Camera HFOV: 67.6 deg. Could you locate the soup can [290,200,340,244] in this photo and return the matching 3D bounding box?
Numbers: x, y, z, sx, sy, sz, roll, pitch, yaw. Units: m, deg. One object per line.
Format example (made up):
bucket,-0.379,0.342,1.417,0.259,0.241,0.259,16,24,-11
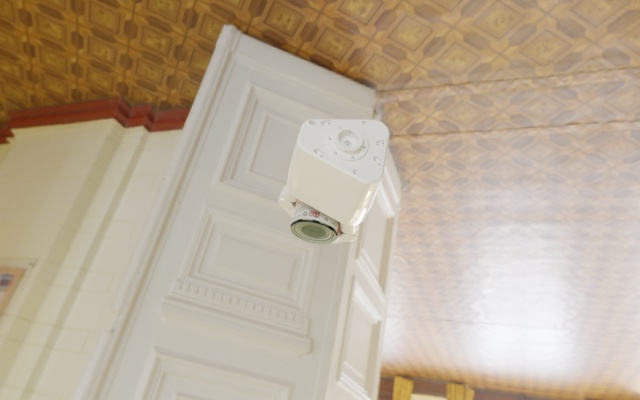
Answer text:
soup can,0.000,0.003,0.679,0.068,0.102,0.068,10,-29,5
